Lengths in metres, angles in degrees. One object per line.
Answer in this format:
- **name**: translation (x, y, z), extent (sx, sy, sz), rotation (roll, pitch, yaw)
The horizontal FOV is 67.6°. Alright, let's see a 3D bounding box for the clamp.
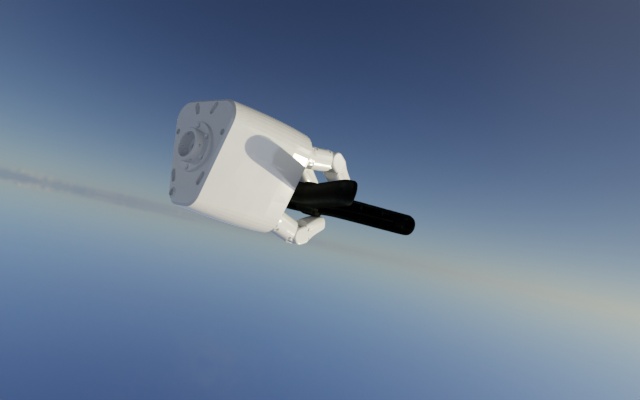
- **clamp**: translation (-0.001, 0.003, 0.568), extent (0.210, 0.036, 0.164), rotation (8, -12, 41)
